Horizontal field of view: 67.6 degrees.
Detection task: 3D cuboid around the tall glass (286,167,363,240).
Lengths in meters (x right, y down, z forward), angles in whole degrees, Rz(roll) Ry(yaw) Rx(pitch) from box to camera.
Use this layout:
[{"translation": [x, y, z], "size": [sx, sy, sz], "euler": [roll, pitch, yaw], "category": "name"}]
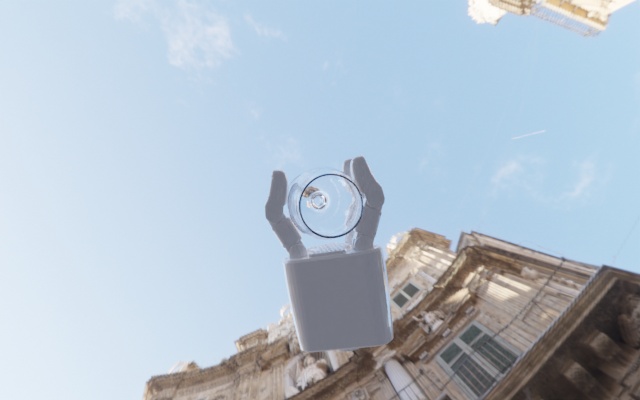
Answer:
[{"translation": [0.000, 0.002, 0.548], "size": [0.079, 0.079, 0.201], "euler": [0, 2, -6], "category": "tall glass"}]
